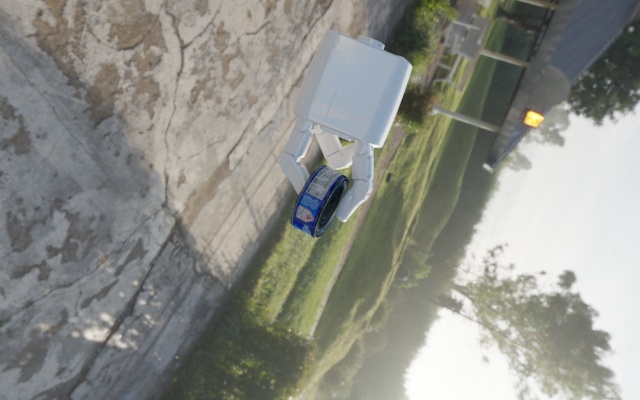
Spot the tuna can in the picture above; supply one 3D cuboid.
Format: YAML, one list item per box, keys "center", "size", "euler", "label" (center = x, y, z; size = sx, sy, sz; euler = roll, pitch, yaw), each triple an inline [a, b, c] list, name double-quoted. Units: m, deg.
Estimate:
- center: [0.001, 0.002, 0.578]
  size: [0.034, 0.086, 0.086]
  euler: [28, 7, 13]
  label: "tuna can"
